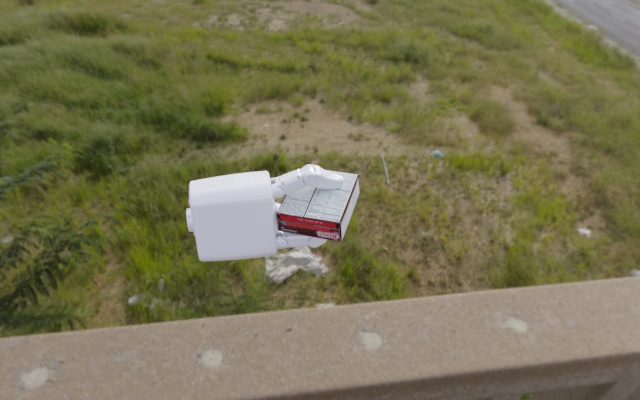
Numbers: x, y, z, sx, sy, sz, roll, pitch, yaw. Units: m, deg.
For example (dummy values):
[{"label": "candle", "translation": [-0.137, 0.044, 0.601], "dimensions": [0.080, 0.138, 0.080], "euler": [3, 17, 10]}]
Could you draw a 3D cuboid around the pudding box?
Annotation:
[{"label": "pudding box", "translation": [0.000, 0.002, 0.660], "dimensions": [0.090, 0.039, 0.113], "euler": [10, 43, 14]}]
